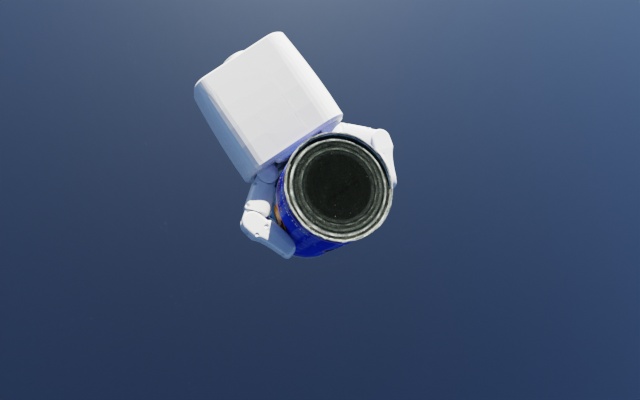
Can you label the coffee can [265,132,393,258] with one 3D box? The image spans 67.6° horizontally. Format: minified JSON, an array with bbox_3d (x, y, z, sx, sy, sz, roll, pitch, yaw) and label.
[{"bbox_3d":[0.000,0.002,0.491,0.103,0.102,0.140,0,-12,-15],"label":"coffee can"}]
